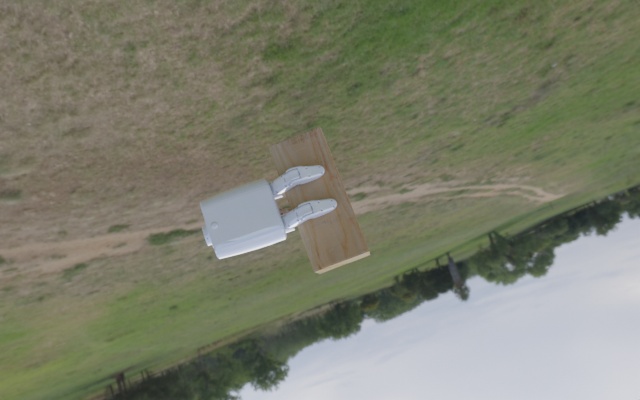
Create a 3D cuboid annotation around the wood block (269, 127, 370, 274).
[{"bbox_3d":[0.000,0.003,0.758,0.090,0.206,0.091,-21,-12,2],"label":"wood block"}]
